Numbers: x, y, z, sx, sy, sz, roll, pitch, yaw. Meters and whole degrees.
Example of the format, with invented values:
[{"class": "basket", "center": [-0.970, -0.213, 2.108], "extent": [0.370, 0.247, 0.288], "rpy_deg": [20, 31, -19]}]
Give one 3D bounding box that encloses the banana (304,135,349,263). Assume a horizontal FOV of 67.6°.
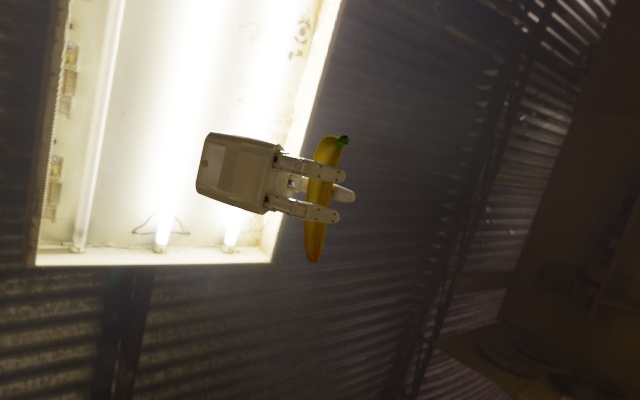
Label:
[{"class": "banana", "center": [0.000, -0.010, 0.660], "extent": [0.037, 0.198, 0.069], "rpy_deg": [8, 28, -7]}]
